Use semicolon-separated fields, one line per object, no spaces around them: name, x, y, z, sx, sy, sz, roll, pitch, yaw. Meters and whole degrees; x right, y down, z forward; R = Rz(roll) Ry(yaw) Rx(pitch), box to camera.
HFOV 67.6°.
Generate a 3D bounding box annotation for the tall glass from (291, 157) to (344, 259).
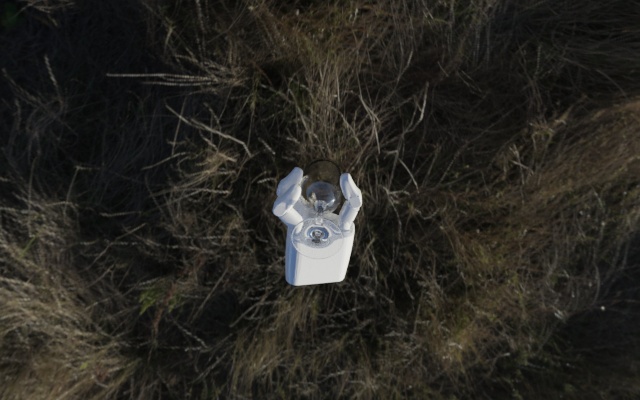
tall glass;0.000;0.003;0.764;0.079;0.079;0.201;0;32;3
